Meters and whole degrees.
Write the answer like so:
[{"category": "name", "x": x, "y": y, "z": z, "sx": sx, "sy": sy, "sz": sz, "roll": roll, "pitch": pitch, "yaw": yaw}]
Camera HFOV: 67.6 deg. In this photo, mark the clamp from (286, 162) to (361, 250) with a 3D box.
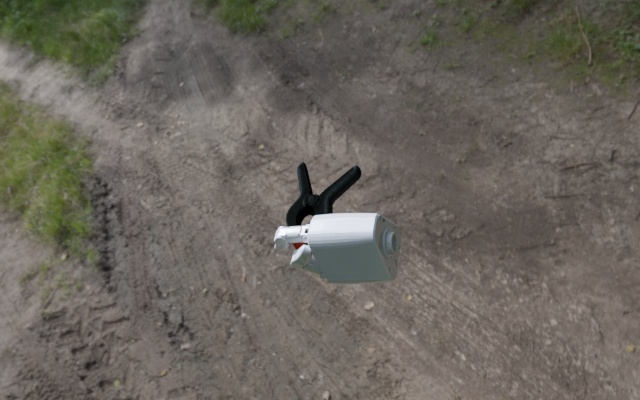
[{"category": "clamp", "x": 0.000, "y": 0.002, "z": 0.790, "sx": 0.120, "sy": 0.171, "sz": 0.039, "roll": -5, "pitch": -35, "yaw": 28}]
